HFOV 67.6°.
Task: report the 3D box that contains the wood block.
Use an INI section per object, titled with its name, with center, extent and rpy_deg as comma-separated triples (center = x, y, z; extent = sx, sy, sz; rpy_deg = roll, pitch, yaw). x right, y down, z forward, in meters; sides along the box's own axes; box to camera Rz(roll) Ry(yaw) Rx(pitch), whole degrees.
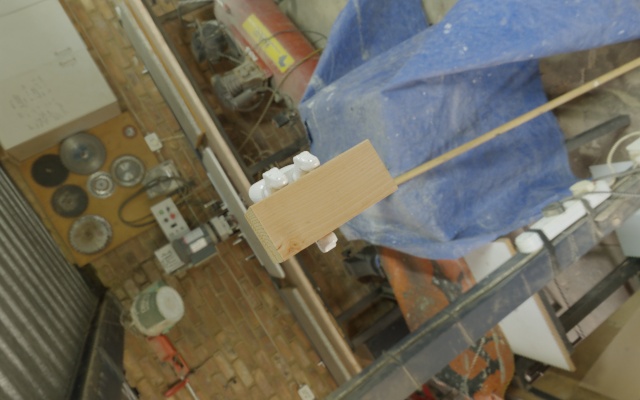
[wood block]
center = 0.000, 0.003, 0.724
extent = 0.206, 0.091, 0.090
rpy_deg = -31, -1, -17
